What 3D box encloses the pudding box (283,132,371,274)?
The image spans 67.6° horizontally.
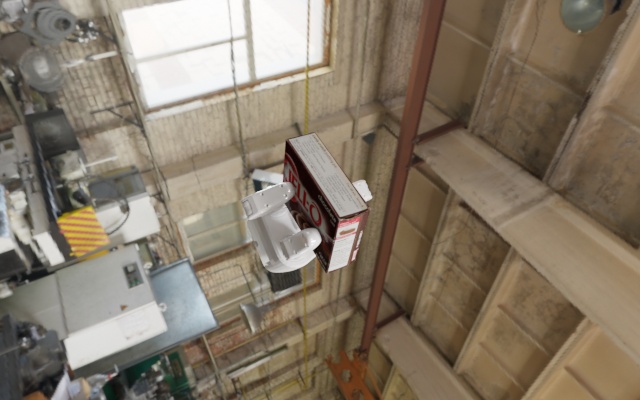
[{"bbox_3d":[0.000,0.002,0.477,0.039,0.113,0.090,-21,-34,-23],"label":"pudding box"}]
